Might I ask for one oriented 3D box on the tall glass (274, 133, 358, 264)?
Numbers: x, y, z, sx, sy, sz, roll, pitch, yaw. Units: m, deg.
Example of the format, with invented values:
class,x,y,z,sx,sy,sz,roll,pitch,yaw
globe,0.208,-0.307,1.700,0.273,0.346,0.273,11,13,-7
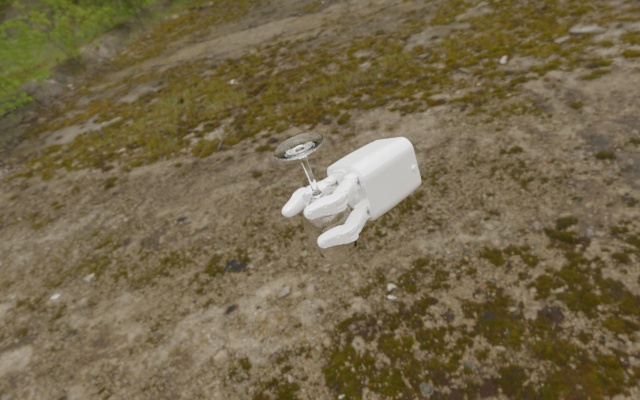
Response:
class,x,y,z,sx,sy,sz,roll,pitch,yaw
tall glass,0.000,0.002,0.725,0.079,0.201,0.079,-15,31,9
